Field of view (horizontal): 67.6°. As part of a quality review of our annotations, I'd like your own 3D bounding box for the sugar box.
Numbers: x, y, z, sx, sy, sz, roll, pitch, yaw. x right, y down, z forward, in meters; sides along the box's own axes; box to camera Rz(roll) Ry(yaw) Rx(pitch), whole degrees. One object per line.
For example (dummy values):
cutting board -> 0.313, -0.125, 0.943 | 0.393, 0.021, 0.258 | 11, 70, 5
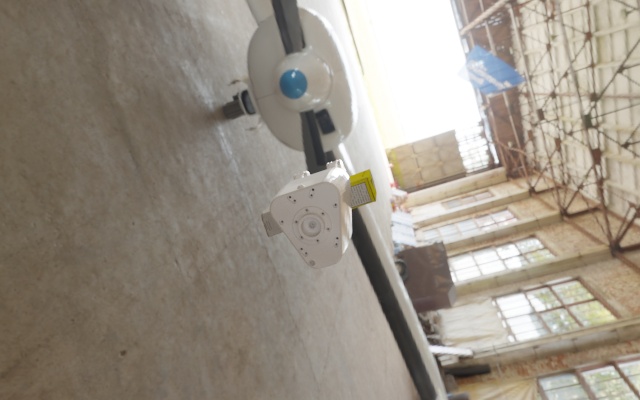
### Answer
sugar box -> 0.000, 0.002, 0.757 | 0.176, 0.048, 0.093 | -17, 8, 11
